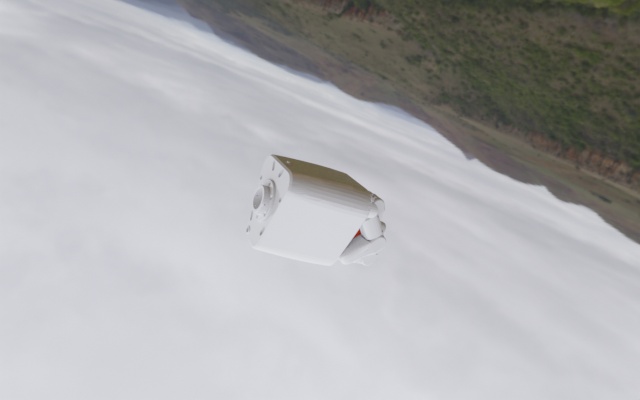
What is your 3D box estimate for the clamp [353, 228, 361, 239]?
[{"bbox_3d":[0.000,0.003,0.672,0.120,0.039,0.171,15,14,-29],"label":"clamp"}]
